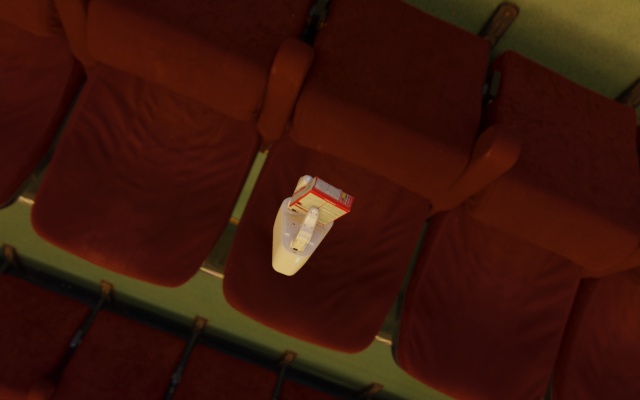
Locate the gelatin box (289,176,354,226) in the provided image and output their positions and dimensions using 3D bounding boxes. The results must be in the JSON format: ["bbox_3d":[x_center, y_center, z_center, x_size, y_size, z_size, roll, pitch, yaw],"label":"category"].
[{"bbox_3d":[0.000,0.003,0.776,0.073,0.030,0.089,29,-29,-17],"label":"gelatin box"}]
